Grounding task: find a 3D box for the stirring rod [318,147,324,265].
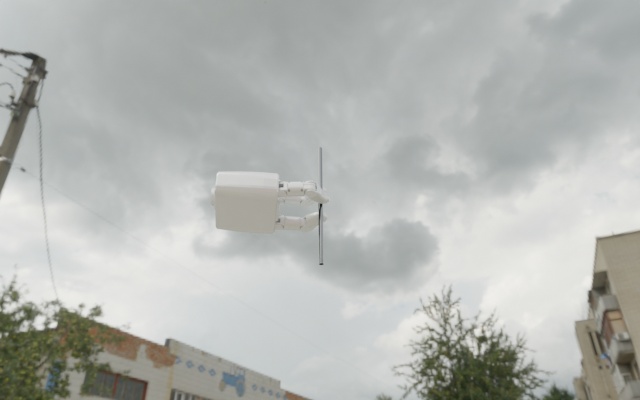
[{"bbox_3d":[0.000,0.003,0.854,0.011,0.239,0.011,-1,-31,0],"label":"stirring rod"}]
